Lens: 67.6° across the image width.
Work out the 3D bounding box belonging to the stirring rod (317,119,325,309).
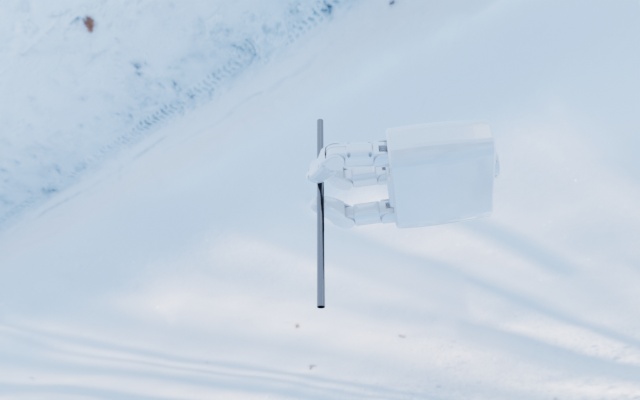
[{"bbox_3d":[0.000,0.002,0.521,0.011,0.239,0.011,0,-34,0],"label":"stirring rod"}]
